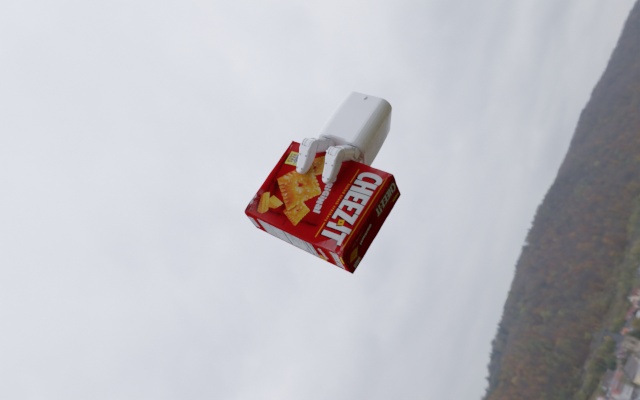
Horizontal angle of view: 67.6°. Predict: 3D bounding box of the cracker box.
[{"bbox_3d":[0.000,0.003,0.807,0.213,0.164,0.072,22,-21,32],"label":"cracker box"}]
